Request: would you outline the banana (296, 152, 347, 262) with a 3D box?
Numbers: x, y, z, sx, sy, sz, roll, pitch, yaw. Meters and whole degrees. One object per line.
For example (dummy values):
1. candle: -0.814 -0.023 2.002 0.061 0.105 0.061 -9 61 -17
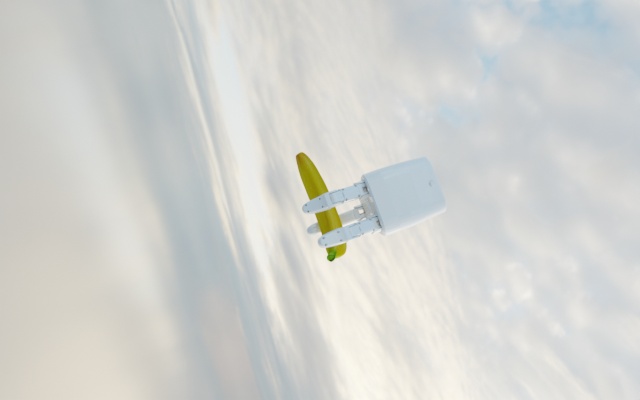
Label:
1. banana: 0.005 0.013 0.753 0.037 0.197 0.070 -21 -29 3
